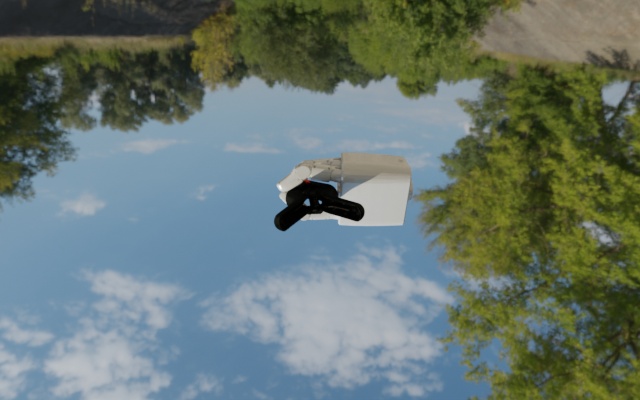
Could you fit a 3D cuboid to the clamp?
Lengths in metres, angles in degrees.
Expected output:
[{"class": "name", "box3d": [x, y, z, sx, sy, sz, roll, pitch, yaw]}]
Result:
[{"class": "clamp", "box3d": [0.000, 0.003, 0.695, 0.120, 0.039, 0.171, 1, 20, 1]}]
